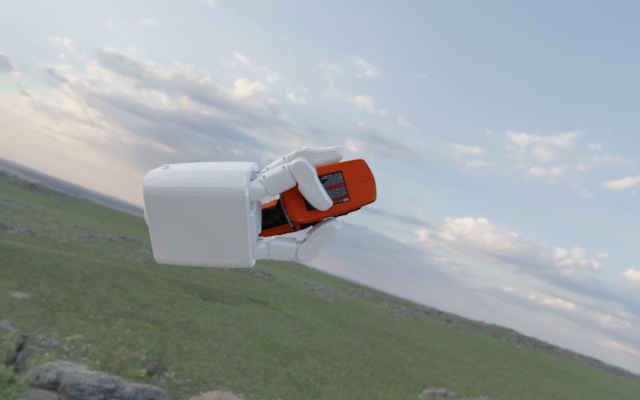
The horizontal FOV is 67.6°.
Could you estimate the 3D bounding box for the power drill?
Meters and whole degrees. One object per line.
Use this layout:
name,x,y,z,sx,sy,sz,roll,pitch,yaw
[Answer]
power drill,0.000,0.002,0.598,0.184,0.057,0.188,-16,-7,-19
